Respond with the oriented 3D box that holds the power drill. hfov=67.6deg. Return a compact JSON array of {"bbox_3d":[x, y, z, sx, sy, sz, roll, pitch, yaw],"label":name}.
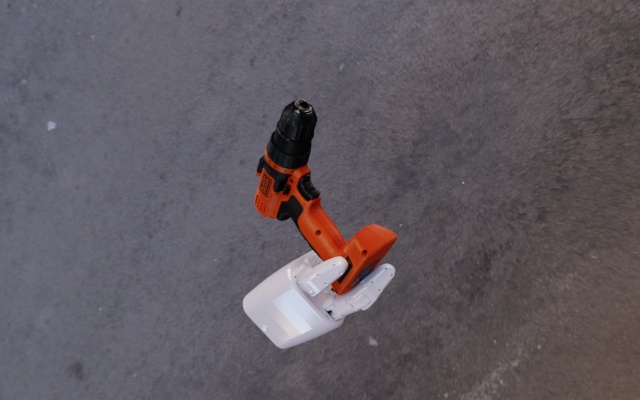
[{"bbox_3d":[0.000,0.002,0.550,0.057,0.187,0.185,-27,-25,-33],"label":"power drill"}]
